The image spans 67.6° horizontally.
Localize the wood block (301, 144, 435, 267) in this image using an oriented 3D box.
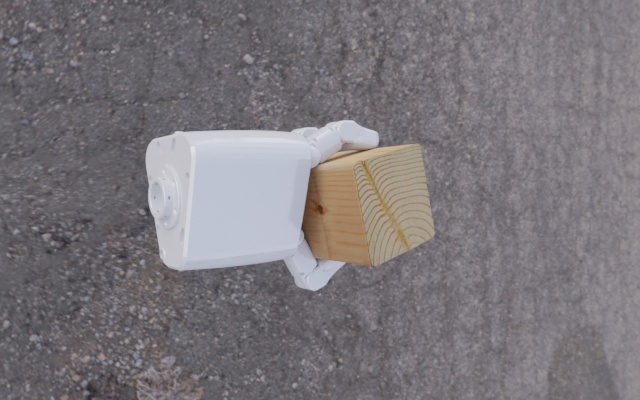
[{"bbox_3d":[0.000,0.002,0.488,0.090,0.091,0.206,-20,13,-38],"label":"wood block"}]
